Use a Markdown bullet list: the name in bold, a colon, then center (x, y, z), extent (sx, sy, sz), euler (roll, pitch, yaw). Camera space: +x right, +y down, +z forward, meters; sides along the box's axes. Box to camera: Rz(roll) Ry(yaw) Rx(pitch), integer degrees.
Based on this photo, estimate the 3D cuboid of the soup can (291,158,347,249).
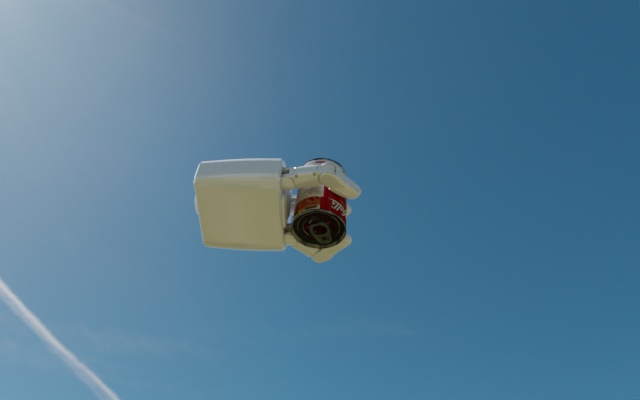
- **soup can**: center (0.001, 0.002, 0.615), extent (0.068, 0.069, 0.102), euler (0, 43, 4)
